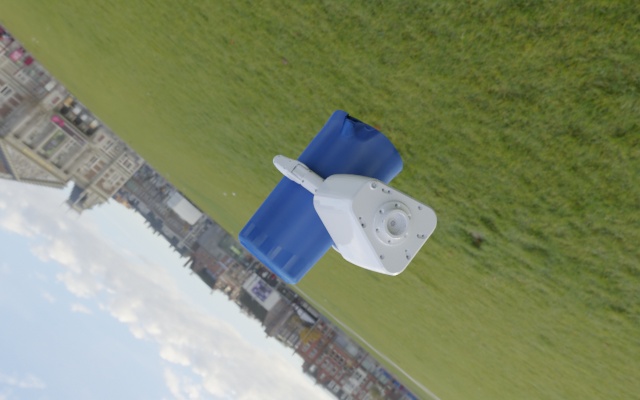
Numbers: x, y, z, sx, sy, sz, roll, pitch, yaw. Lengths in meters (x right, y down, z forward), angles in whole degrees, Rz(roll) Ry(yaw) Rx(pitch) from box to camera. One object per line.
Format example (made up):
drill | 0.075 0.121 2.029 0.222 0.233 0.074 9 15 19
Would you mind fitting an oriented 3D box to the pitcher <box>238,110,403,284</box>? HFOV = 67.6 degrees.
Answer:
pitcher | 0.000 0.002 0.702 0.149 0.243 0.145 45 -12 -20
